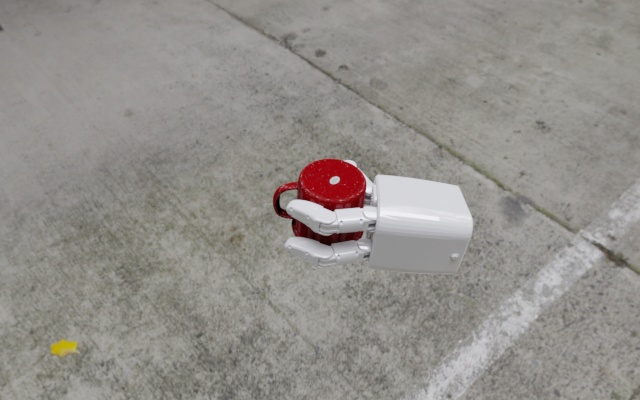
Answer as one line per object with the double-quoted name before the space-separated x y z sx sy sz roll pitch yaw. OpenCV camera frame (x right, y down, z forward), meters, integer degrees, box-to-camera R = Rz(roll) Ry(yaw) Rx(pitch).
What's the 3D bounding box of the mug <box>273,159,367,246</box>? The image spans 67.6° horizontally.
"mug" -0.001 0.002 0.586 0.117 0.082 0.093 6 43 0
